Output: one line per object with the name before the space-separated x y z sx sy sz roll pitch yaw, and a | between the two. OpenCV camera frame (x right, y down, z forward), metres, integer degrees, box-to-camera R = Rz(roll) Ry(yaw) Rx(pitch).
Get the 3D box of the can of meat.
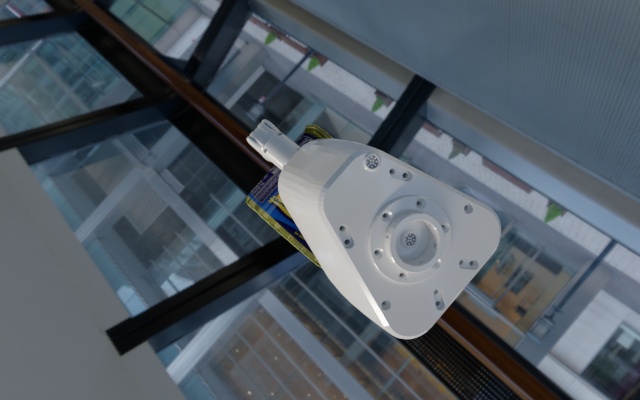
can of meat | 0.000 0.001 0.404 0.102 0.084 0.057 43 -5 -19
